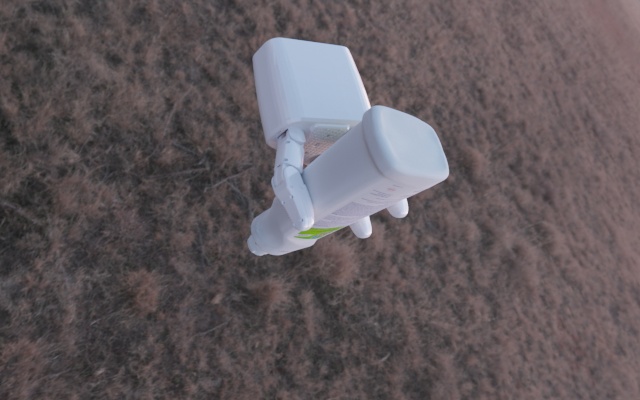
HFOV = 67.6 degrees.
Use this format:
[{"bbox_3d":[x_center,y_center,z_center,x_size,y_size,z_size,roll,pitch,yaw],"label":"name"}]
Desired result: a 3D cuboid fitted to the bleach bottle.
[{"bbox_3d":[0.000,0.002,0.489,0.102,0.068,0.251,6,-29,-44],"label":"bleach bottle"}]
